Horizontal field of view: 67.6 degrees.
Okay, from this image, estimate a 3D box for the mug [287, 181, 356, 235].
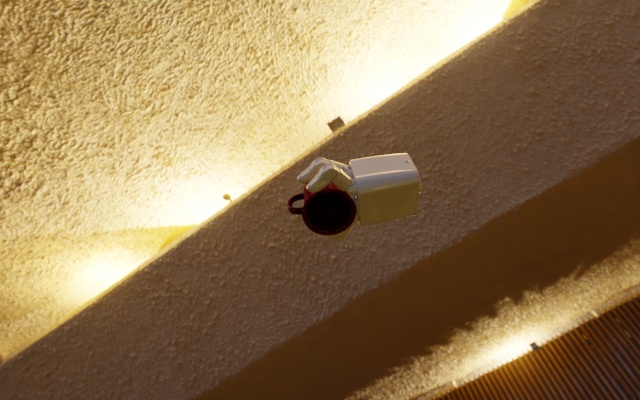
[{"bbox_3d":[-0.001,0.003,0.844,0.117,0.093,0.081,-8,31,0],"label":"mug"}]
